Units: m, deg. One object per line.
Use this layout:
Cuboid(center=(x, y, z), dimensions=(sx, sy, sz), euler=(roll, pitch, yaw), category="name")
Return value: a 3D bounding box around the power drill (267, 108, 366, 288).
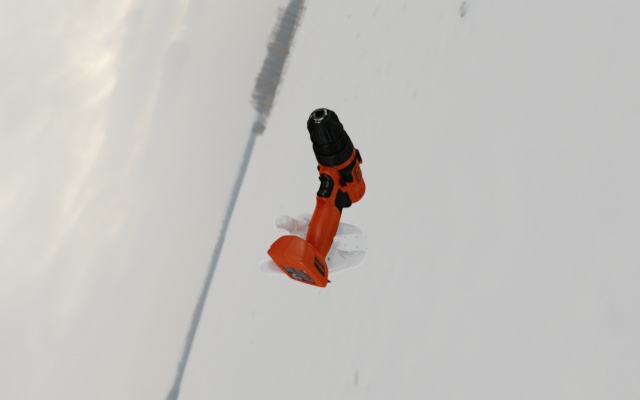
Cuboid(center=(0.000, 0.002, 0.604), dimensions=(0.057, 0.187, 0.184), euler=(12, -25, 26), category="power drill")
